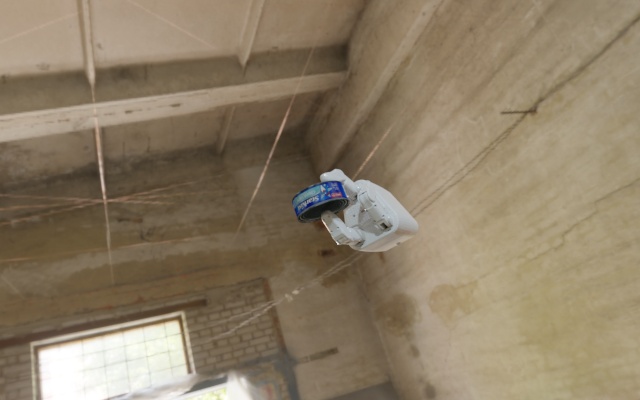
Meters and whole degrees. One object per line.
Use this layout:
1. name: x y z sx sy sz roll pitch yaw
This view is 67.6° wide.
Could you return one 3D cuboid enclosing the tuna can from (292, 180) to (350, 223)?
1. tuna can: 0.000 0.002 0.738 0.086 0.033 0.086 -18 -17 -6
